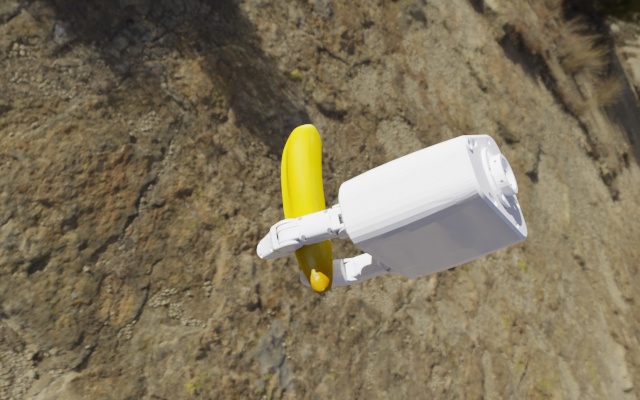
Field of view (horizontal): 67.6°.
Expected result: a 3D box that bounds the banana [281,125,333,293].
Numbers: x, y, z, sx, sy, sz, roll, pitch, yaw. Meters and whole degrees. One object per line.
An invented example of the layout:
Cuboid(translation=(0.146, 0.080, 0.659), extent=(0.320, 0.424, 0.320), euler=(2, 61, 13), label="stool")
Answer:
Cuboid(translation=(-0.010, -0.011, 0.452), extent=(0.037, 0.197, 0.070), euler=(-23, -46, 23), label="banana")
